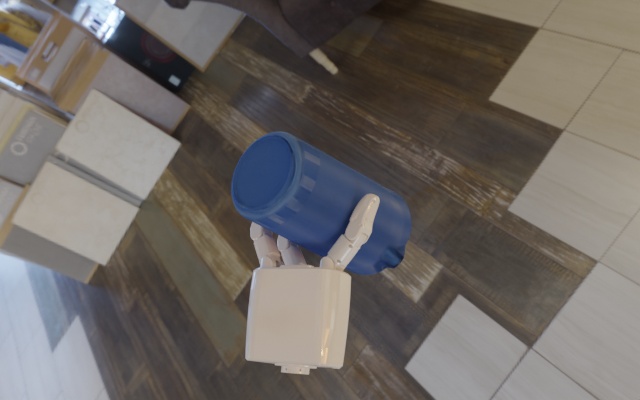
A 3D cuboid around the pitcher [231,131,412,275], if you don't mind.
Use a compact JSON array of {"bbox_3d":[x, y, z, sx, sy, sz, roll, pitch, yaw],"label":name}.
[{"bbox_3d":[0.000,0.002,0.624,0.149,0.145,0.243,-9,-24,36],"label":"pitcher"}]
